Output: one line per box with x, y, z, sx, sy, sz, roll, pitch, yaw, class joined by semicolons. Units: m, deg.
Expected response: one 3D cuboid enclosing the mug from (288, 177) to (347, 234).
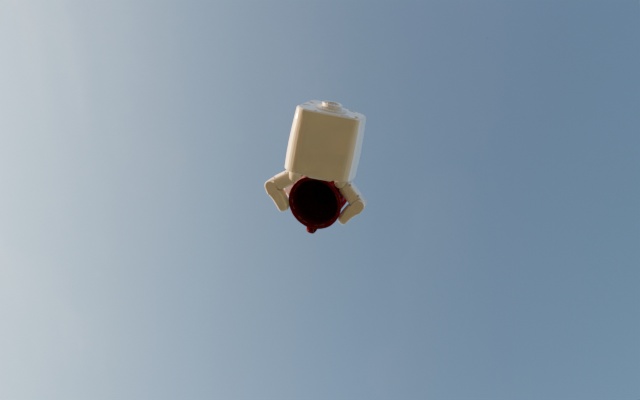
0.000;0.004;0.834;0.093;0.117;0.081;17;24;13;mug
